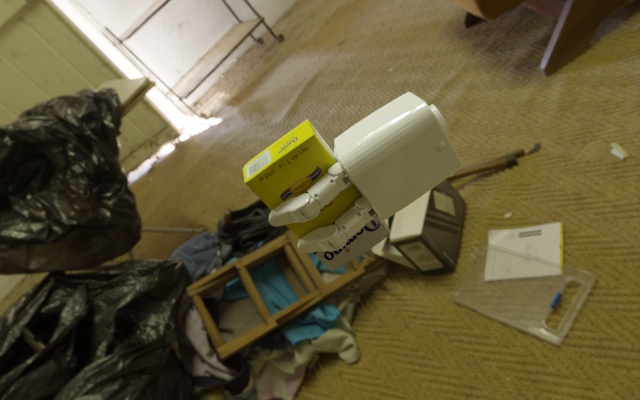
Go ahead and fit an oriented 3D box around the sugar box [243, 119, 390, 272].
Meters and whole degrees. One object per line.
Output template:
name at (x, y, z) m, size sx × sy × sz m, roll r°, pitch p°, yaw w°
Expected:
sugar box at (0.000, 0.002, 0.556) m, size 0.093 × 0.176 × 0.048 m, roll -34°, pitch 33°, yaw 11°
